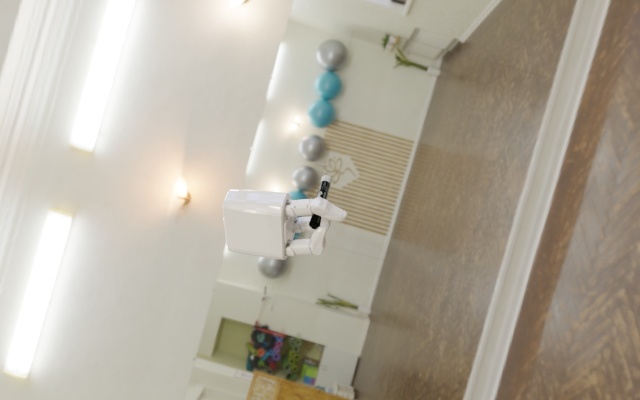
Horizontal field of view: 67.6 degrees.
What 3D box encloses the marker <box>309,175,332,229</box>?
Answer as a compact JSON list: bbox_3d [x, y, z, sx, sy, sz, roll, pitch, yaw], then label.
[{"bbox_3d":[0.000,0.003,0.811,0.020,0.020,0.121,0,43,15],"label":"marker"}]
